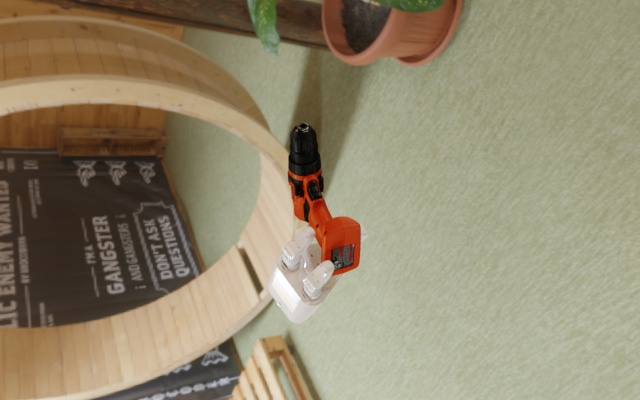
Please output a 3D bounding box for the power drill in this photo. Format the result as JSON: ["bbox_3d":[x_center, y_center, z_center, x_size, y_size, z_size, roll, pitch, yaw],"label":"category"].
[{"bbox_3d":[0.000,0.003,0.704,0.057,0.185,0.187,-15,45,-11],"label":"power drill"}]
